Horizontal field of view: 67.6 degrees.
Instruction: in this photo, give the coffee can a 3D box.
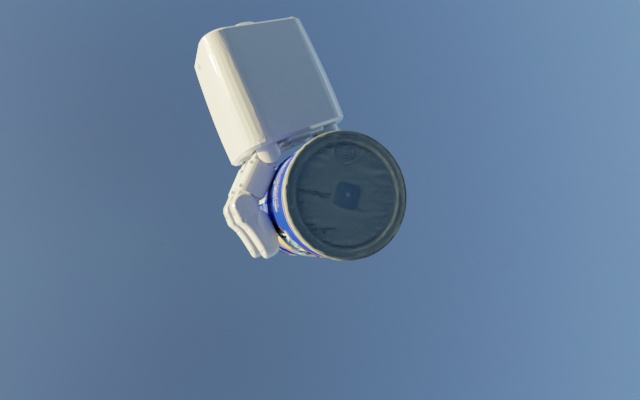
[{"bbox_3d":[0.000,0.002,0.437,0.103,0.103,0.140,0,-5,-18],"label":"coffee can"}]
